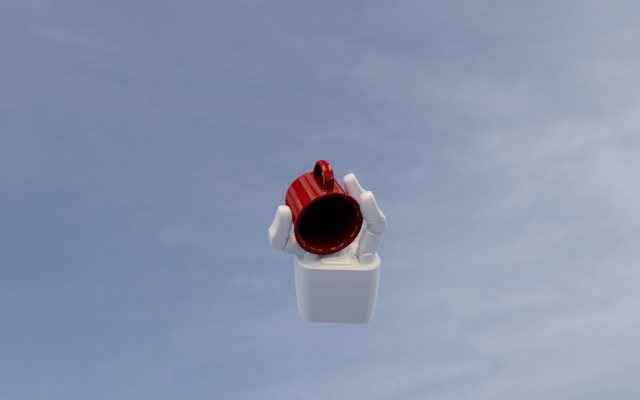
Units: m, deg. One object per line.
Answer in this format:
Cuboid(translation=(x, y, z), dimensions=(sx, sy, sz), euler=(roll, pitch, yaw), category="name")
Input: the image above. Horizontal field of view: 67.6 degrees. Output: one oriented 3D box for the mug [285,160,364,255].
Cuboid(translation=(0.000, 0.001, 0.634), dimensions=(0.093, 0.117, 0.081), euler=(-7, 30, -15), category="mug")
